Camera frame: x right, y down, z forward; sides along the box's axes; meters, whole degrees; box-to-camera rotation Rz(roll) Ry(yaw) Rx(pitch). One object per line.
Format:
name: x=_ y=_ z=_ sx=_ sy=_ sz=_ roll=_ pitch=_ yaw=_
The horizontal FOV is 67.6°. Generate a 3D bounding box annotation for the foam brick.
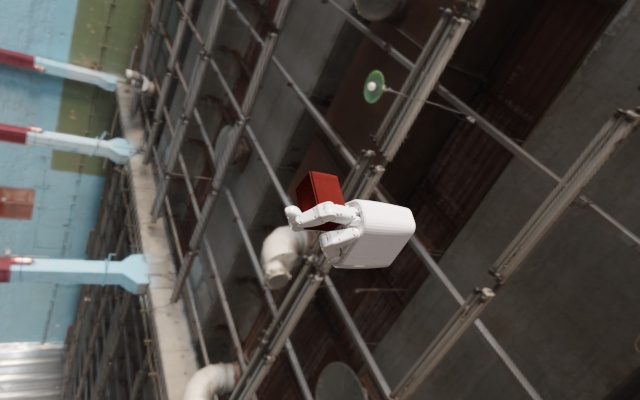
foam brick: x=0.000 y=0.002 z=0.745 sx=0.051 sy=0.078 sz=0.053 roll=6 pitch=-34 yaw=-31
